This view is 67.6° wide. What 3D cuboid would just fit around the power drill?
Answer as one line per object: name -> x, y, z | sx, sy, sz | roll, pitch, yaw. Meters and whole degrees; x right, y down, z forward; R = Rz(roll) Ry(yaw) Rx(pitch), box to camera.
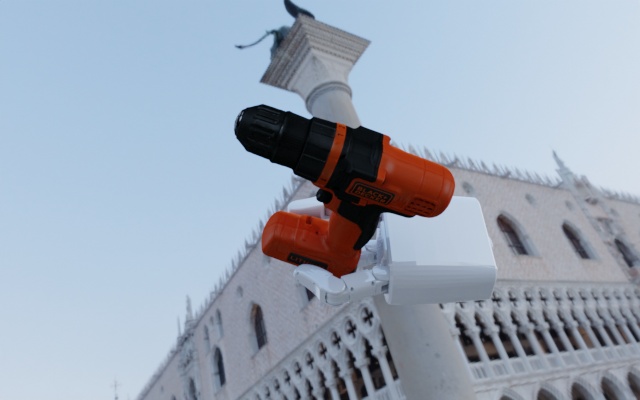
power drill -> 0.000, 0.002, 0.439 | 0.184, 0.057, 0.188 | 20, -33, -8
